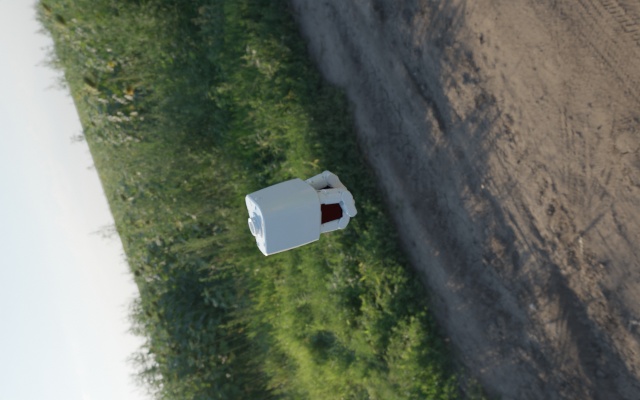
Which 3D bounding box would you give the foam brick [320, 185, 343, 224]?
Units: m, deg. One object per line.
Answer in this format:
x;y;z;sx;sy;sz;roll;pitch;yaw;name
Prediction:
0.000;0.003;0.897;0.051;0.053;0.078;-17;25;-21;foam brick
